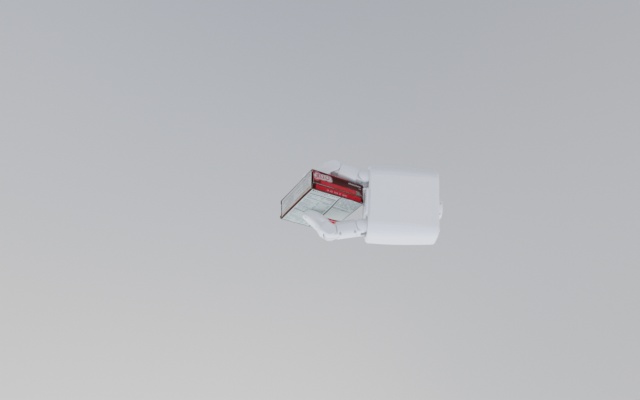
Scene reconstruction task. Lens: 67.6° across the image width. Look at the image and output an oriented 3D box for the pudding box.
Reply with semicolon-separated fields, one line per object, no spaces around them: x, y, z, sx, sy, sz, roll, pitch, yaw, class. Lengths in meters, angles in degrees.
0.000;0.003;0.739;0.090;0.039;0.113;18;-36;-24;pudding box
